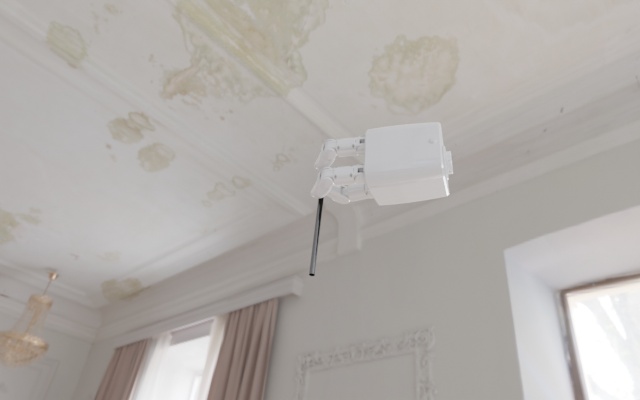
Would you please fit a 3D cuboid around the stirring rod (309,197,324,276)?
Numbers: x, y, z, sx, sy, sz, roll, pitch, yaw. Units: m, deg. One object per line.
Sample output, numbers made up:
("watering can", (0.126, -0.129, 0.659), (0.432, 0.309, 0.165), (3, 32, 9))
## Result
("stirring rod", (0.000, 0.002, 0.707), (0.011, 0.239, 0.011), (5, -36, 3))
